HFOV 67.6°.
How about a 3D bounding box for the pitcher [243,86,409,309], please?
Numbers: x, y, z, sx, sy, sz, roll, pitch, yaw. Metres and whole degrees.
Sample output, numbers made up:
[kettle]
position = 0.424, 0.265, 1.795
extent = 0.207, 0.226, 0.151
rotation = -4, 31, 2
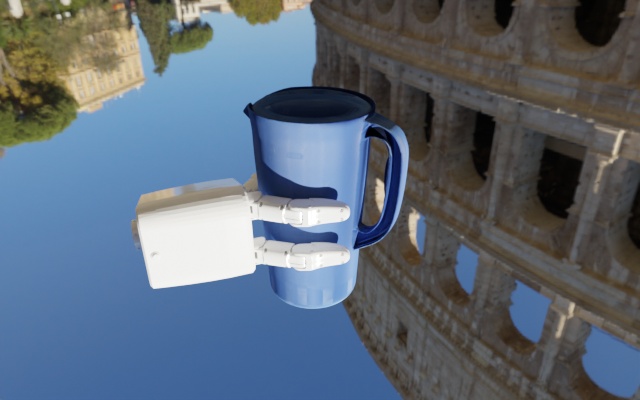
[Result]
[pitcher]
position = 0.000, 0.002, 0.543
extent = 0.145, 0.243, 0.149
rotation = -10, 29, -17
